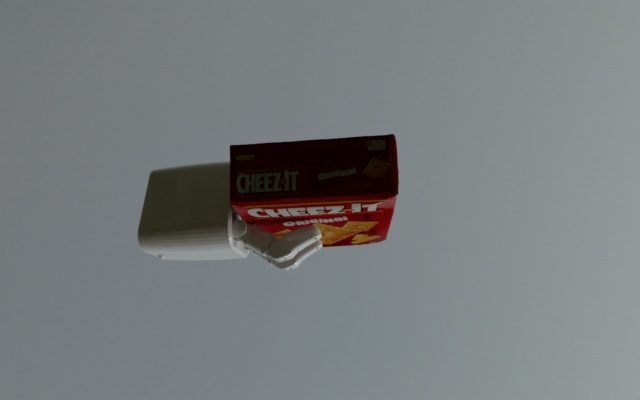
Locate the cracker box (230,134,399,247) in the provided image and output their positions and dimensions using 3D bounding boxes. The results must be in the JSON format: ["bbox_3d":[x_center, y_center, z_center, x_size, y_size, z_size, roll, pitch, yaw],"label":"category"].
[{"bbox_3d":[0.000,0.002,0.554,0.164,0.072,0.214,-4,-16,3],"label":"cracker box"}]
